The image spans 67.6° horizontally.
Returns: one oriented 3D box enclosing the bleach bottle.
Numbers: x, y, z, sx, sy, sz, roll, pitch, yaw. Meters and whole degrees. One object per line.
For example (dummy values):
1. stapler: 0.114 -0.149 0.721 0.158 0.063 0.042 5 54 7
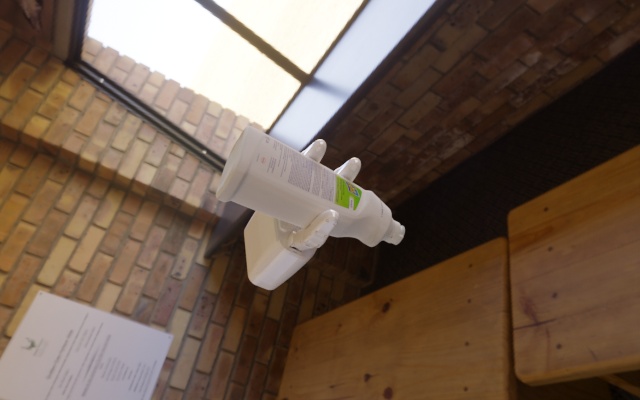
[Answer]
1. bleach bottle: 0.000 0.002 0.612 0.251 0.102 0.068 26 -47 -18
